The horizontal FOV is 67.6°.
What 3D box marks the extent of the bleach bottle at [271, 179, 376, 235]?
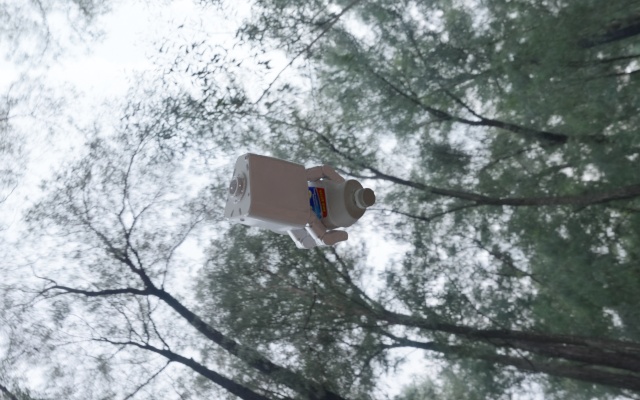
[{"bbox_3d":[0.000,0.003,0.824,0.068,0.102,0.251,14,-16,-34],"label":"bleach bottle"}]
